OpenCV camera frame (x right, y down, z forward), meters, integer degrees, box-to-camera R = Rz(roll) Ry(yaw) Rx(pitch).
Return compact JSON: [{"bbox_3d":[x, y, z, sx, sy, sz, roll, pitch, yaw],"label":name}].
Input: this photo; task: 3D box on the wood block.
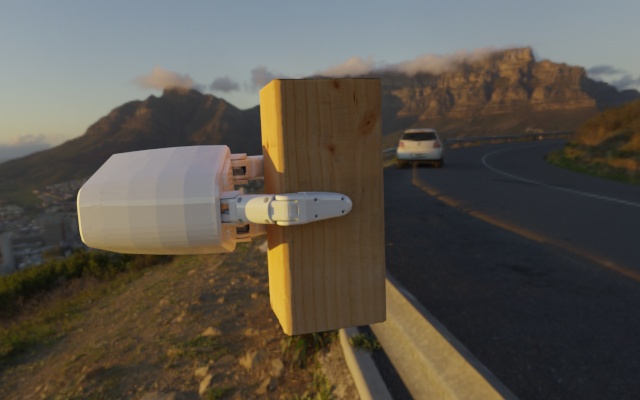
[{"bbox_3d":[0.000,0.001,0.428,0.090,0.206,0.091,-4,8,-15],"label":"wood block"}]
